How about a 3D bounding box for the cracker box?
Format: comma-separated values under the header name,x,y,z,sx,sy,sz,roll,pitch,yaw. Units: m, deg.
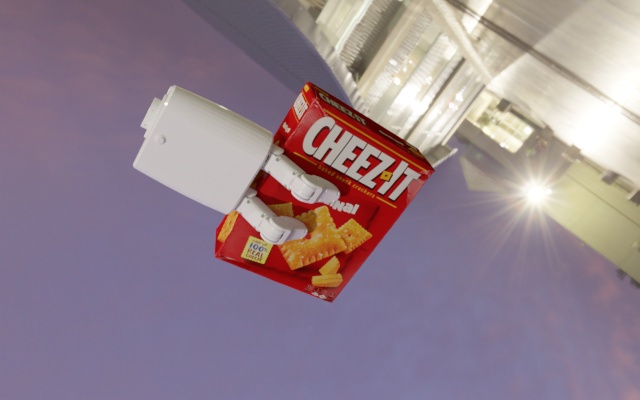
name,x,y,z,sx,sy,sz,roll,pitch,yaw
cracker box,0.000,0.002,0.551,0.164,0.214,0.072,27,21,-22
